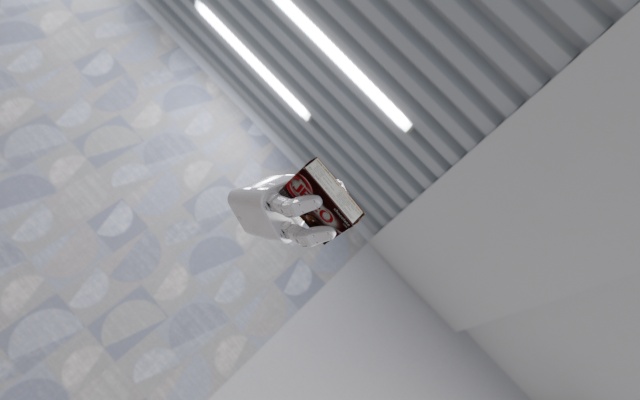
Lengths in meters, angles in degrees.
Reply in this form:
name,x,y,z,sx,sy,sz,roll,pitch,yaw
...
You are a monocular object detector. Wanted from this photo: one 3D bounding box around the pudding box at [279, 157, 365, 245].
name,x,y,z,sx,sy,sz,roll,pitch,yaw
pudding box,0.000,0.002,0.715,0.039,0.113,0.090,-44,3,-35
